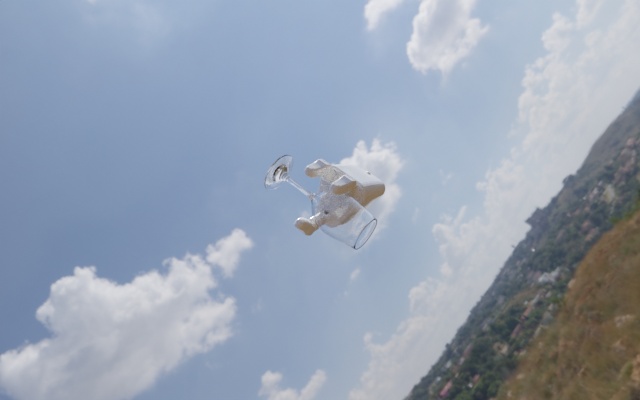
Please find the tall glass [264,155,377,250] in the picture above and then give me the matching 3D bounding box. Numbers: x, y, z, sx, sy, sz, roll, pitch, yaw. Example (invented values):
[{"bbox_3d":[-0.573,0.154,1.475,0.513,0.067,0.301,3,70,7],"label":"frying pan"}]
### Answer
[{"bbox_3d":[0.000,0.002,0.825,0.201,0.079,0.079,36,15,22],"label":"tall glass"}]
